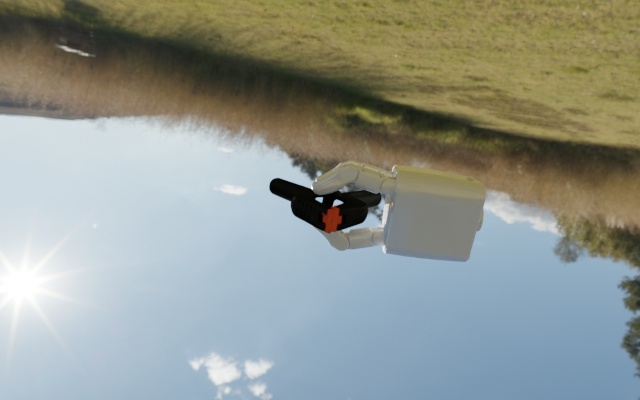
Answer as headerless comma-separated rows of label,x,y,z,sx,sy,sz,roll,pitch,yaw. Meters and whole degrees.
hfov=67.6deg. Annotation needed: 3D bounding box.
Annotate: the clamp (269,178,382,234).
clamp,0.000,0.003,0.617,0.164,0.036,0.210,7,10,4
